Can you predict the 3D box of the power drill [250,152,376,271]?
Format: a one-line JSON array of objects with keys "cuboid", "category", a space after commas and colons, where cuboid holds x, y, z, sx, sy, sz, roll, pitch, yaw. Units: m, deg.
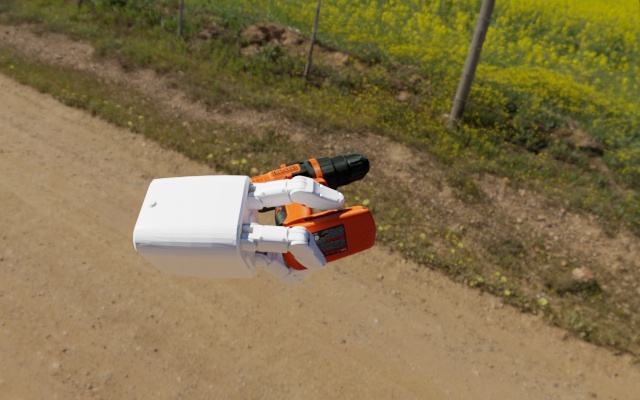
[{"cuboid": [0.000, 0.002, 0.593, 0.184, 0.057, 0.187, -18, 28, -9], "category": "power drill"}]
